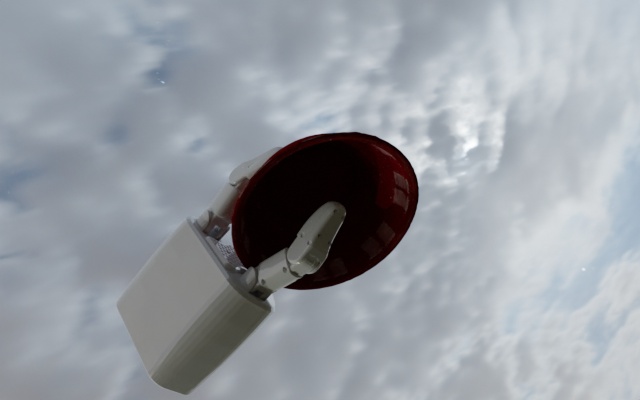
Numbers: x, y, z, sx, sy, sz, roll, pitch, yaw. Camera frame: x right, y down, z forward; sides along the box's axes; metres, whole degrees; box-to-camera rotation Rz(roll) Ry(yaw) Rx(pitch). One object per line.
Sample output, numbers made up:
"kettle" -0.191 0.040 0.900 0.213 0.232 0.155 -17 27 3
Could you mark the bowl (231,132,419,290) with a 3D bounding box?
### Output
"bowl" 0.001 0.000 0.413 0.162 0.162 0.055 0 36 -21
